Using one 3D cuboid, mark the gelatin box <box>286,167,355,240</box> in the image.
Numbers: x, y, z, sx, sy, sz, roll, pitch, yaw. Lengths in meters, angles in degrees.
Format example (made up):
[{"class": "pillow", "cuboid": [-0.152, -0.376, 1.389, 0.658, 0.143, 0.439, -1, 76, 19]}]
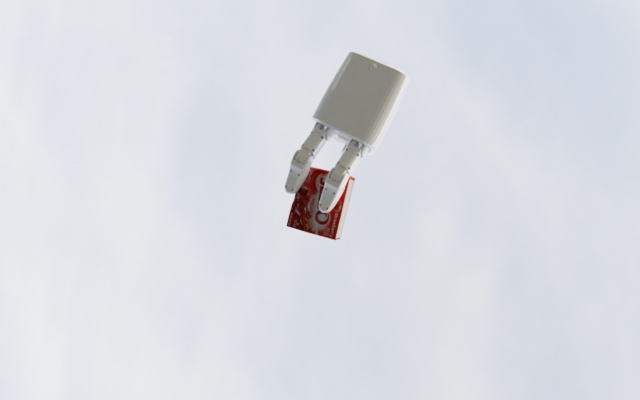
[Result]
[{"class": "gelatin box", "cuboid": [0.000, 0.002, 0.649, 0.073, 0.089, 0.030, 15, 3, 18]}]
